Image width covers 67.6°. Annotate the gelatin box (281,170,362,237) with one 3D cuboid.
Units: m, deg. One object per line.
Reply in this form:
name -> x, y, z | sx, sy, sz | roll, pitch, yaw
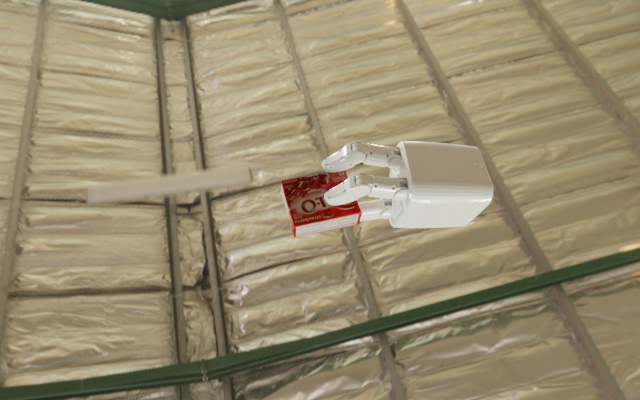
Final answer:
gelatin box -> 0.000, 0.002, 0.609 | 0.089, 0.073, 0.030 | -11, -34, -10
